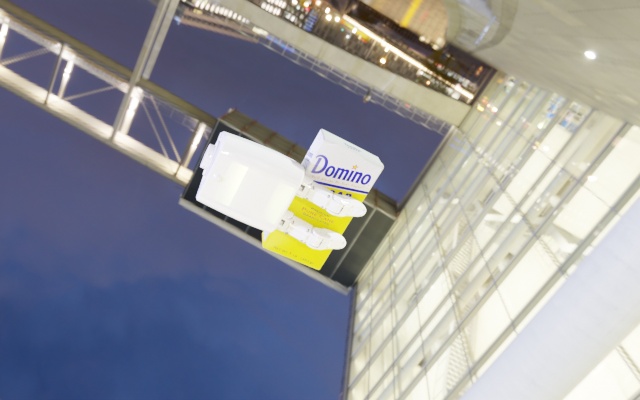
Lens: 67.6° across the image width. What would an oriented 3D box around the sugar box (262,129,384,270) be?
[{"bbox_3d":[0.000,0.002,0.649,0.093,0.176,0.048,24,22,-18],"label":"sugar box"}]
